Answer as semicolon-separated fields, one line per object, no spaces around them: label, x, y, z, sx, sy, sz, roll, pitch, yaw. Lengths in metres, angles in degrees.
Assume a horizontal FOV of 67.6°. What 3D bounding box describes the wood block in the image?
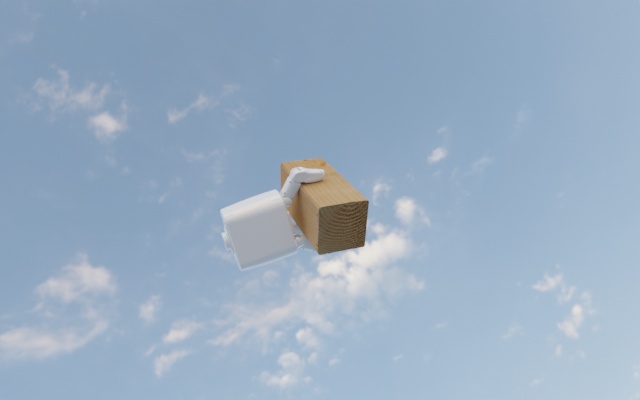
wood block;0.000;0.003;0.865;0.090;0.091;0.206;-8;28;-20
